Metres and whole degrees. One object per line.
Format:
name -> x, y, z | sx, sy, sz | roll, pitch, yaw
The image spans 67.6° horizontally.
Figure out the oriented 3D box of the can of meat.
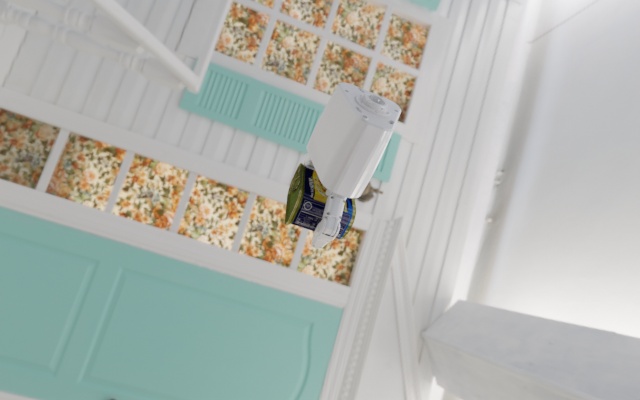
can of meat -> 0.000, 0.002, 0.670 | 0.084, 0.057, 0.102 | 19, 31, -12
